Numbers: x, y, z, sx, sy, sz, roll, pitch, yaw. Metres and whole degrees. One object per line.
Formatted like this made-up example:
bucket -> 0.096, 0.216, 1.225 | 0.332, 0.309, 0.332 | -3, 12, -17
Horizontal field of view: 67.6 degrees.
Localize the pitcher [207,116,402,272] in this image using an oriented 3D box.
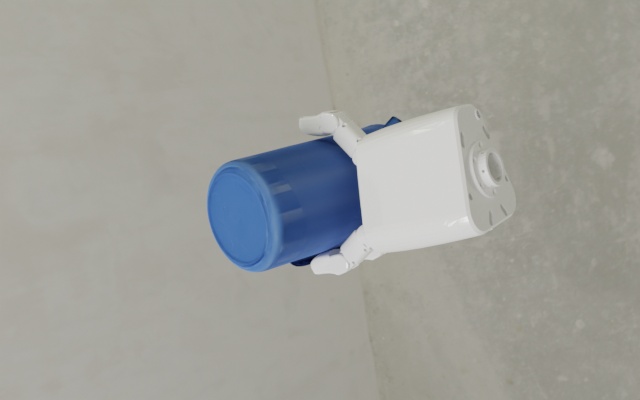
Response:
pitcher -> 0.000, 0.002, 0.530 | 0.145, 0.149, 0.243 | -13, 3, 44
